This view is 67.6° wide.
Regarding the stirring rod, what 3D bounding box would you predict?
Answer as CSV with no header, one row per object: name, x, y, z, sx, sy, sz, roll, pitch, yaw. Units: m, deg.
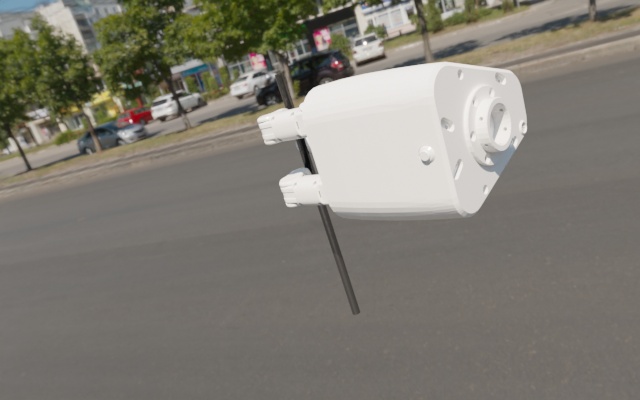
stirring rod,0.000,0.002,0.442,0.011,0.239,0.011,-17,16,5
